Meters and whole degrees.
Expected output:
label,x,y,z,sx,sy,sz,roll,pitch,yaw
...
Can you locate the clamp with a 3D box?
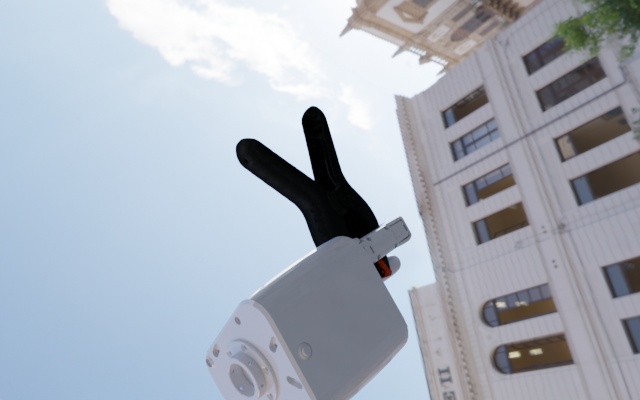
label,x,y,z,sx,sy,sz,roll,pitch,yaw
clamp,0.000,0.002,0.410,0.120,0.171,0.039,-26,-5,-46
